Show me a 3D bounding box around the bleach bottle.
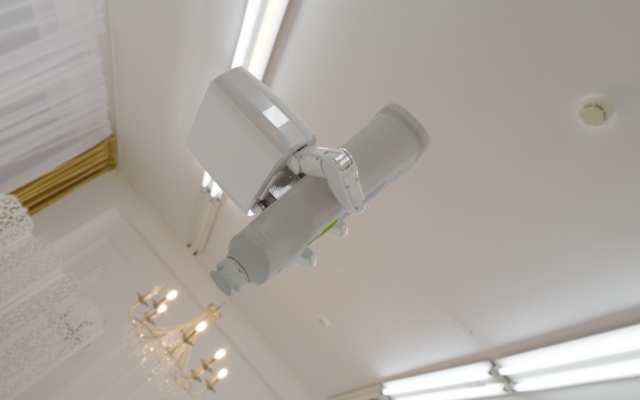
[{"bbox_3d":[0.000,0.002,0.469,0.250,0.068,0.103,-38,-10,-31],"label":"bleach bottle"}]
